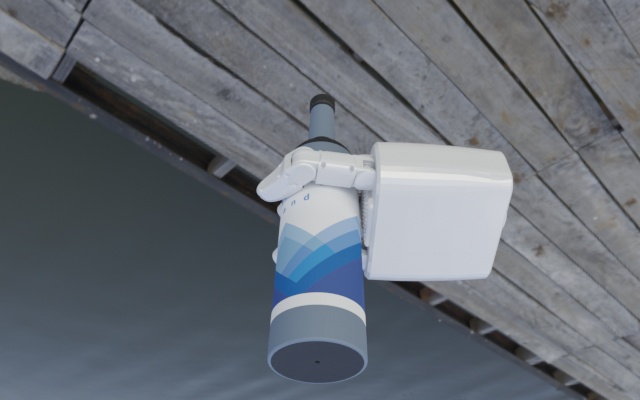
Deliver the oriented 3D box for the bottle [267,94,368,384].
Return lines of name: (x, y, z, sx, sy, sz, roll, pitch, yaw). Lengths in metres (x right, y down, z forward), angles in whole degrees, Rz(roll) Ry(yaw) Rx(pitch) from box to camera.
bottle: (0.000, 0.002, 0.416, 0.069, 0.295, 0.069, 1, -44, 1)
